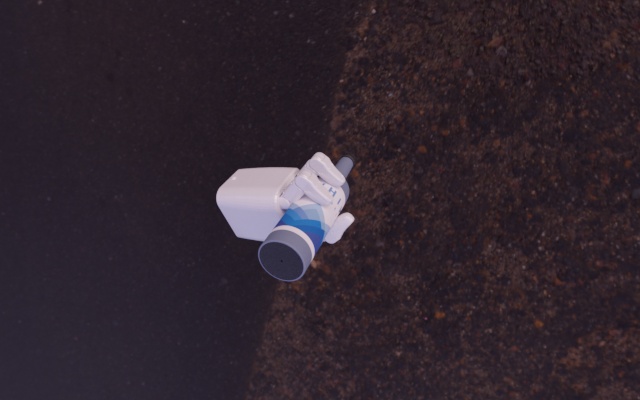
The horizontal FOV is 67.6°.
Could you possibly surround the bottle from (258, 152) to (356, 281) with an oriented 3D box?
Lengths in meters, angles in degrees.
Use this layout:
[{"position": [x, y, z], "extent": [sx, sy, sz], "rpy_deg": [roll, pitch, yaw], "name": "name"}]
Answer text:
[{"position": [0.000, 0.003, 0.725], "extent": [0.069, 0.069, 0.295], "rpy_deg": [0, 31, 24], "name": "bottle"}]
